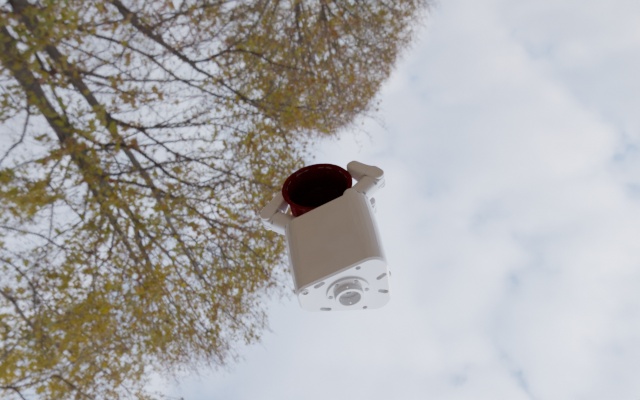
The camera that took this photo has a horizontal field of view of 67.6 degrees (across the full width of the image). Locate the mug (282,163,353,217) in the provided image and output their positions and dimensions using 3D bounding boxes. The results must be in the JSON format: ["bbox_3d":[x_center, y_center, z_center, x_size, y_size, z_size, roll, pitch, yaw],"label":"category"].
[{"bbox_3d":[0.000,0.001,0.652,0.093,0.082,0.117,-12,41,0],"label":"mug"}]
